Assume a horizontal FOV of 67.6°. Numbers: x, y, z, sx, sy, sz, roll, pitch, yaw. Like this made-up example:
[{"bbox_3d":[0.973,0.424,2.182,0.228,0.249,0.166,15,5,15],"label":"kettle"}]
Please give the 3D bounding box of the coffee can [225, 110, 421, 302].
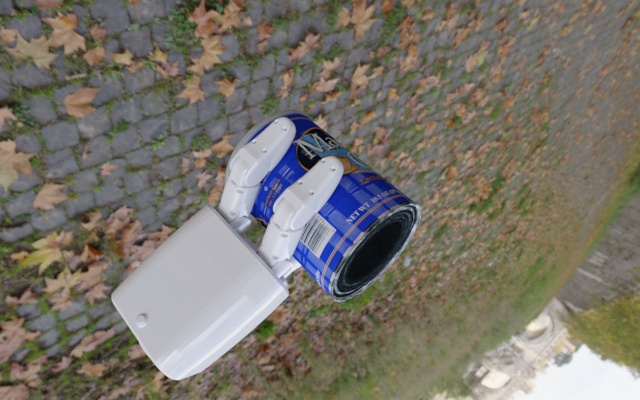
[{"bbox_3d":[0.000,0.001,0.413,0.140,0.103,0.103,42,22,27],"label":"coffee can"}]
